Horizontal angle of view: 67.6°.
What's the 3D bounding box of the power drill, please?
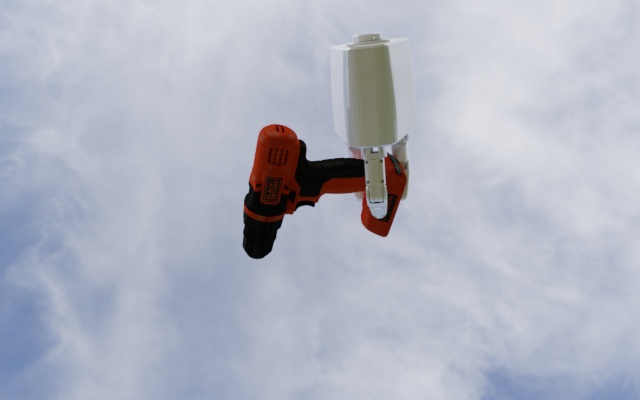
[{"bbox_3d":[0.001,0.002,0.593,0.187,0.184,0.057,4,35,-17],"label":"power drill"}]
